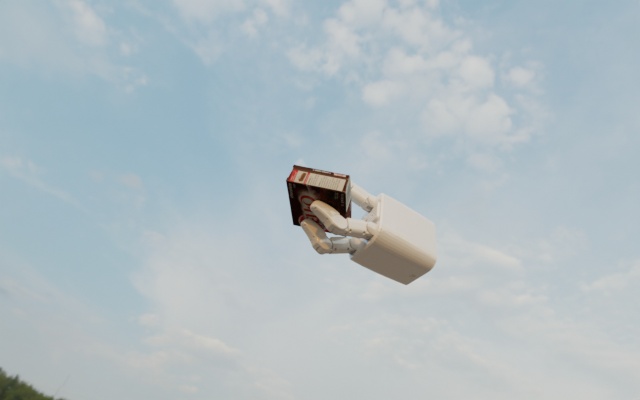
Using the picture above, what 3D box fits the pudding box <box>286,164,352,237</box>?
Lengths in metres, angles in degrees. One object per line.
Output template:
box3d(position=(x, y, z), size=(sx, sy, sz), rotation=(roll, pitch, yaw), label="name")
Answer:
box3d(position=(0.000, 0.002, 0.720), size=(0.090, 0.039, 0.114), rotation=(11, -39, 13), label="pudding box")
